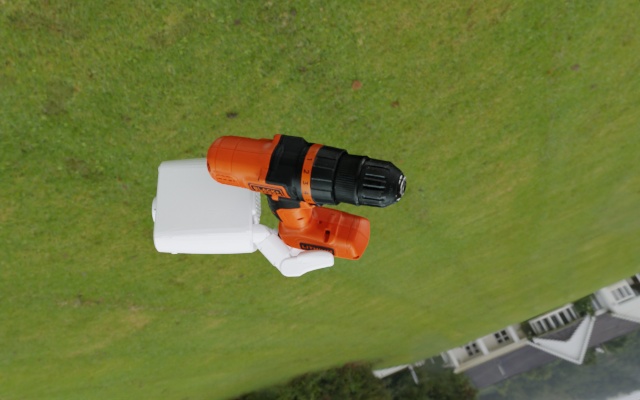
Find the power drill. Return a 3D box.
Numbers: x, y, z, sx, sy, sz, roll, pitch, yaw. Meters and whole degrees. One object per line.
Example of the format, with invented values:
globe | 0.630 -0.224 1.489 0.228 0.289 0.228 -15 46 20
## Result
power drill | 0.000 0.002 0.482 0.184 0.057 0.188 12 -23 20
